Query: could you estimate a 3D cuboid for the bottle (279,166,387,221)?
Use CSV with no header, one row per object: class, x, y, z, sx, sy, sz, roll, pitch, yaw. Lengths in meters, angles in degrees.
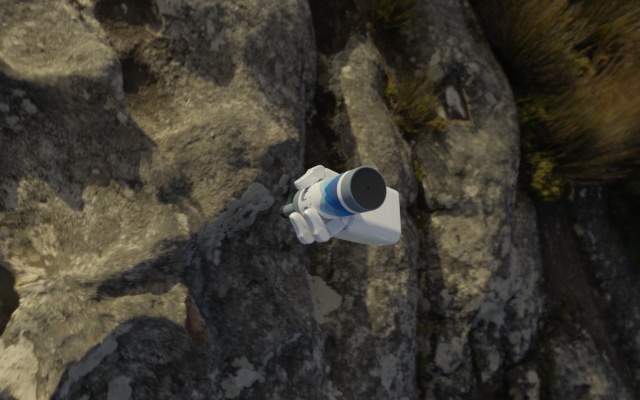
bottle,0.000,0.003,0.820,0.069,0.069,0.296,0,-8,-28
